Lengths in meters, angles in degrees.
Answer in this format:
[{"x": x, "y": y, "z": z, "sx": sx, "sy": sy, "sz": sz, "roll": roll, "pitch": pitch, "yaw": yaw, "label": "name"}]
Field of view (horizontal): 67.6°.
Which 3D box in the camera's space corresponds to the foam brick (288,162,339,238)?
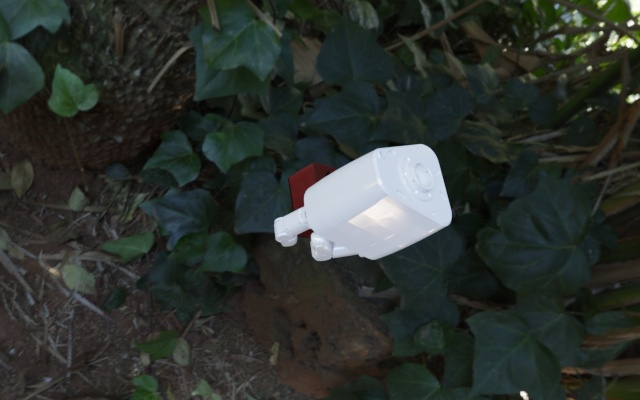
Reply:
[{"x": 0.000, "y": 0.002, "z": 0.572, "sx": 0.053, "sy": 0.078, "sz": 0.051, "roll": 9, "pitch": -28, "yaw": -39, "label": "foam brick"}]
